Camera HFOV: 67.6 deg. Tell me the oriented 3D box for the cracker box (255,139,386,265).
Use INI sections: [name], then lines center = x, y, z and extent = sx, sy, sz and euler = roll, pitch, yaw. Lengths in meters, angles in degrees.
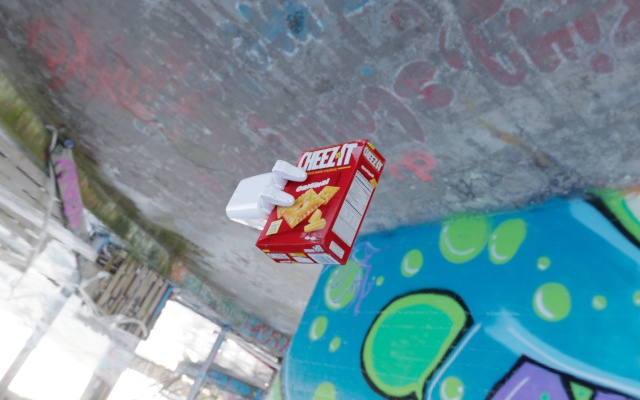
[cracker box]
center = 0.000, 0.003, 0.822
extent = 0.164, 0.213, 0.072
euler = -5, -39, 44
